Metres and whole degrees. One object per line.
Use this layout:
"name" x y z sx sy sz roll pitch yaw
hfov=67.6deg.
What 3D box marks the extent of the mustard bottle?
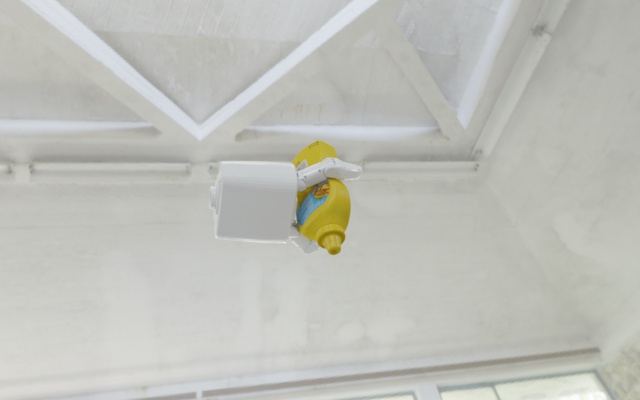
"mustard bottle" 0.000 0.002 0.708 0.058 0.191 0.096 24 -57 -33
